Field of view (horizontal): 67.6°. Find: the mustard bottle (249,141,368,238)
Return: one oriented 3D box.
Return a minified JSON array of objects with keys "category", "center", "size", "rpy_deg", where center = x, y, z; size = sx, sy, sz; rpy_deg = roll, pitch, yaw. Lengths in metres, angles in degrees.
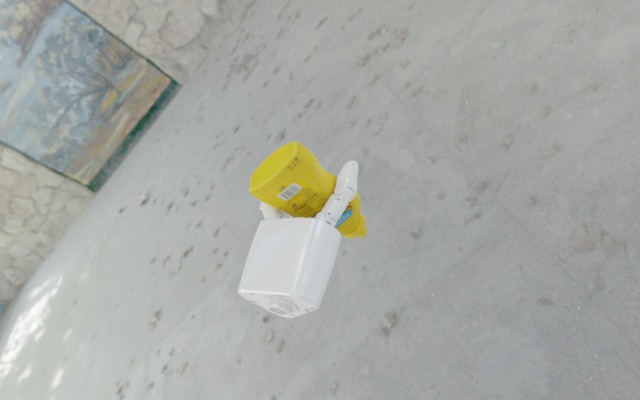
[{"category":"mustard bottle","center":[0.000,0.002,0.678],"size":[0.096,0.058,0.192],"rpy_deg":[-37,-55,26]}]
